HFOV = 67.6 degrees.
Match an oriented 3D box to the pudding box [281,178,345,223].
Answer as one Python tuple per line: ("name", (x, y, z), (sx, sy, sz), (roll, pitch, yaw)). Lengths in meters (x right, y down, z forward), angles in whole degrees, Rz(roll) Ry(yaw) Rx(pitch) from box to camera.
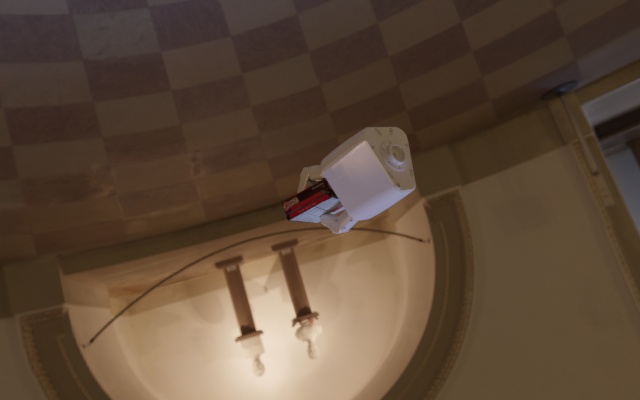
("pudding box", (0.000, 0.003, 0.803), (0.090, 0.039, 0.113), (-27, -17, 21))
